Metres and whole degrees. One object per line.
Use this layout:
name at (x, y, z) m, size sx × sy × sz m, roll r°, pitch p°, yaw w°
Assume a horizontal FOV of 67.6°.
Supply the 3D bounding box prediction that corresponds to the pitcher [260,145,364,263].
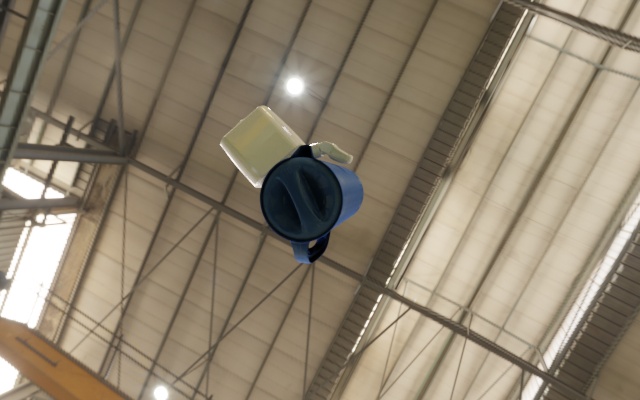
pitcher at (0.000, 0.003, 0.833) m, size 0.149 × 0.145 × 0.243 m, roll -45°, pitch -10°, yaw 14°
